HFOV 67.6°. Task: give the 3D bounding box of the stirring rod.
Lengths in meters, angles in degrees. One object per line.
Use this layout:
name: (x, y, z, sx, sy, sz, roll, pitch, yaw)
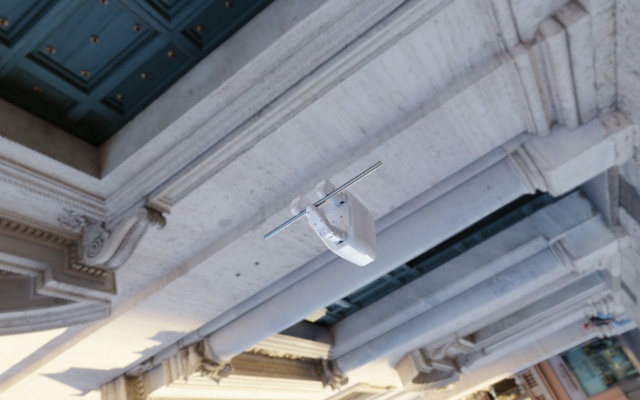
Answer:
stirring rod: (0.000, 0.003, 0.797, 0.239, 0.011, 0.011, -33, -10, 16)
